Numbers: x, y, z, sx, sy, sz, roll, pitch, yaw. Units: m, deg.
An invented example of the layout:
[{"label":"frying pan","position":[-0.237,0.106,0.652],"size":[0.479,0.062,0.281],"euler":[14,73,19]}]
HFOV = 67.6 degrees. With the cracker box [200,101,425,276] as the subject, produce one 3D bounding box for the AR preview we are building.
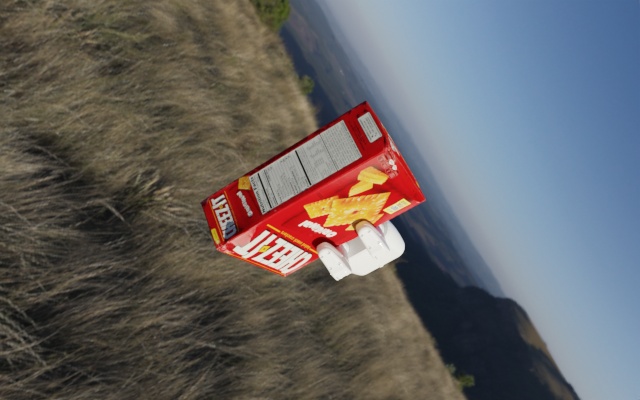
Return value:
[{"label":"cracker box","position":[0.000,0.002,0.556],"size":[0.214,0.072,0.164],"euler":[-30,-28,11]}]
